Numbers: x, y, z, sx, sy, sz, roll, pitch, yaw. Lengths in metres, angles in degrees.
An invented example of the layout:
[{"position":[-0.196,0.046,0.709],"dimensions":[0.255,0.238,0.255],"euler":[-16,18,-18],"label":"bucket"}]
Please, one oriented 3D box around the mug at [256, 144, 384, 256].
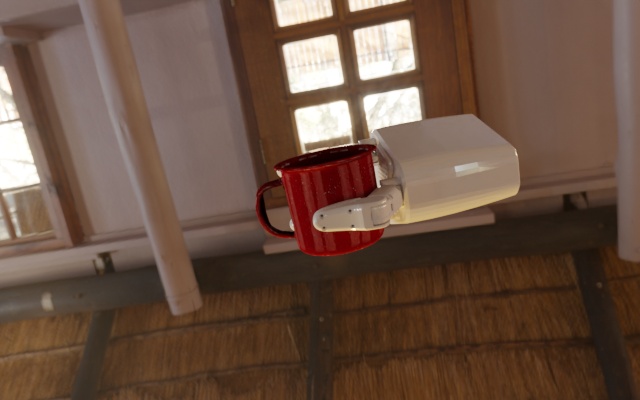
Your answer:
[{"position":[-0.001,0.002,0.431],"dimensions":[0.117,0.081,0.093],"euler":[-12,13,-2],"label":"mug"}]
